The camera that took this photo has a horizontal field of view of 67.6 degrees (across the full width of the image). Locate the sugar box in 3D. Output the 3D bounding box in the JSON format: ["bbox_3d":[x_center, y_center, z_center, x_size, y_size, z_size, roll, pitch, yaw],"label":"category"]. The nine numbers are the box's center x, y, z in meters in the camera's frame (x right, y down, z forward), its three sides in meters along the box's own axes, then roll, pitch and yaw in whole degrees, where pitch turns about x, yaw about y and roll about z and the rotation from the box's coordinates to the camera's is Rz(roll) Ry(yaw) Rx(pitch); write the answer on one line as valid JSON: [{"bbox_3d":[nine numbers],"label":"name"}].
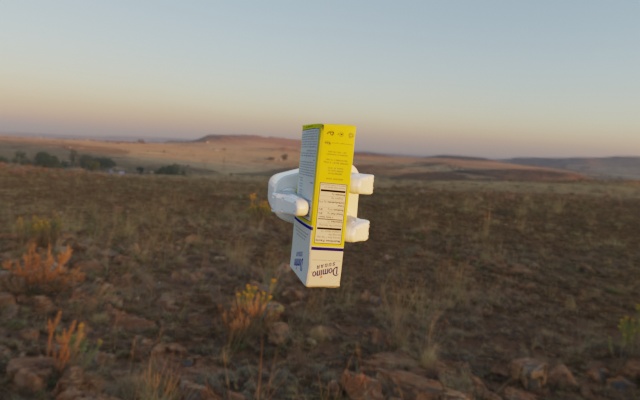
[{"bbox_3d":[0.001,0.002,0.547,0.048,0.176,0.093,2,7,-15],"label":"sugar box"}]
